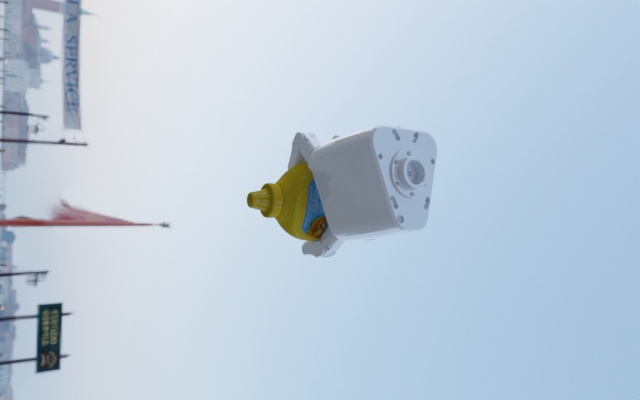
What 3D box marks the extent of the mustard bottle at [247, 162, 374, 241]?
[{"bbox_3d":[0.000,0.002,0.592,0.191,0.096,0.058,1,16,-33],"label":"mustard bottle"}]
